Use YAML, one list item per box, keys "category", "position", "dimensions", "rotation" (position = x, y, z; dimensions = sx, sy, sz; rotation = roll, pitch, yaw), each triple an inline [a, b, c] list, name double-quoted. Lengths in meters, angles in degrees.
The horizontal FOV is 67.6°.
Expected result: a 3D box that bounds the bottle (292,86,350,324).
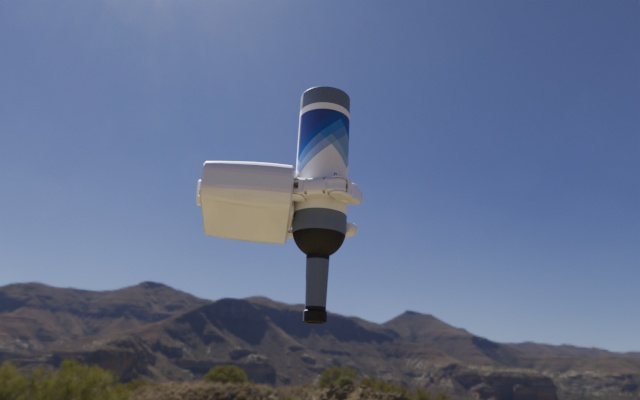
- category: "bottle"
  position: [0.000, 0.002, 0.597]
  dimensions: [0.069, 0.295, 0.069]
  rotation: [2, -20, 1]
